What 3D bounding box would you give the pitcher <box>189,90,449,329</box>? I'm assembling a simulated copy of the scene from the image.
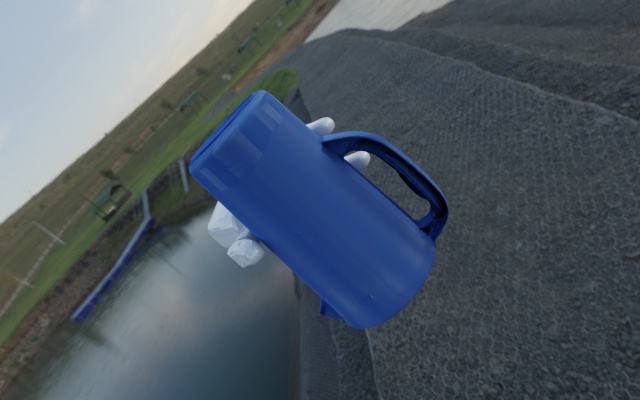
[{"bbox_3d":[0.000,0.002,0.483,0.243,0.149,0.145,43,-26,-17],"label":"pitcher"}]
